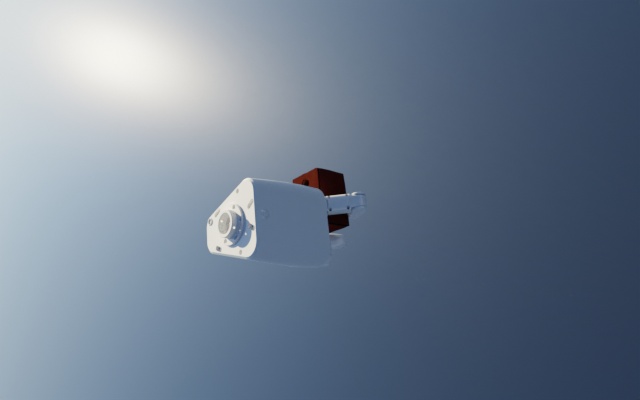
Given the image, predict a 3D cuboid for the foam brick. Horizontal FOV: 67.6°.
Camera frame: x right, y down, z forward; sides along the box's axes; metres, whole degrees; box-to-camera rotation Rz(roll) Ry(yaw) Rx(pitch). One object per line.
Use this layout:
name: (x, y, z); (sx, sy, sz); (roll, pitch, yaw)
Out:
foam brick: (0.000, 0.002, 0.645); (0.051, 0.078, 0.053); (11, -24, -41)
